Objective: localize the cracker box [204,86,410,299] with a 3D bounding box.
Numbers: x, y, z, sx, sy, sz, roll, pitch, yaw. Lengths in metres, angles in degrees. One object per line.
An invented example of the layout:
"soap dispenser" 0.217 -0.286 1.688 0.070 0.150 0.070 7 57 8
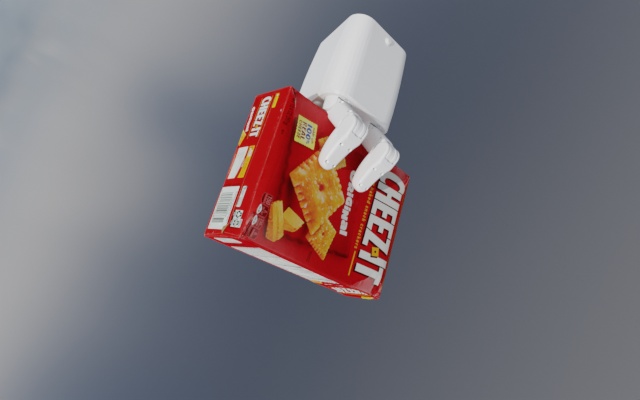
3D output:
"cracker box" 0.000 0.002 0.534 0.214 0.164 0.072 30 -20 -38
